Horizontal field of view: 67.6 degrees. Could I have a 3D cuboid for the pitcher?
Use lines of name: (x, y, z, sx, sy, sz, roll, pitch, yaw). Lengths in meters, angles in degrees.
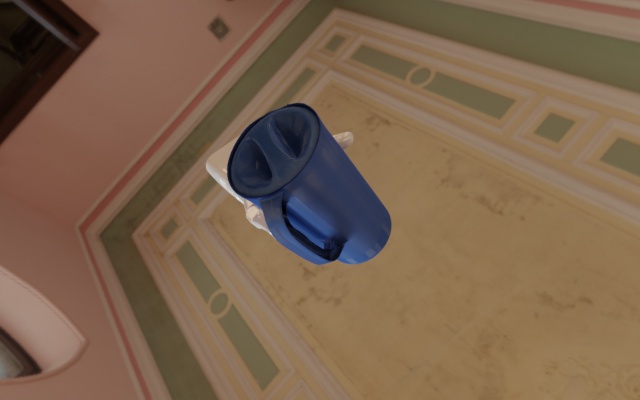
pitcher: (0.000, 0.002, 0.633, 0.145, 0.149, 0.243, 30, -9, 44)
